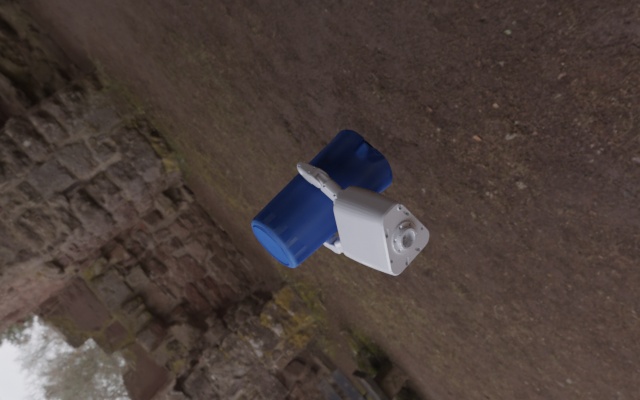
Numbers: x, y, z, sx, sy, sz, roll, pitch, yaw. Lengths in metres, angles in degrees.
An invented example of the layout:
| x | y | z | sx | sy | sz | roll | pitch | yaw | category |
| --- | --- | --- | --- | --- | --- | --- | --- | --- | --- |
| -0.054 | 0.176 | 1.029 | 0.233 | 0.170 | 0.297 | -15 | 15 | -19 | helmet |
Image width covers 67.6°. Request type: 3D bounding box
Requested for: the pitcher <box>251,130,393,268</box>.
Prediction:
| x | y | z | sx | sy | sz | roll | pitch | yaw | category |
| --- | --- | --- | --- | --- | --- | --- | --- | --- | --- |
| 0.000 | 0.003 | 0.836 | 0.242 | 0.149 | 0.145 | -43 | 36 | -20 | pitcher |
